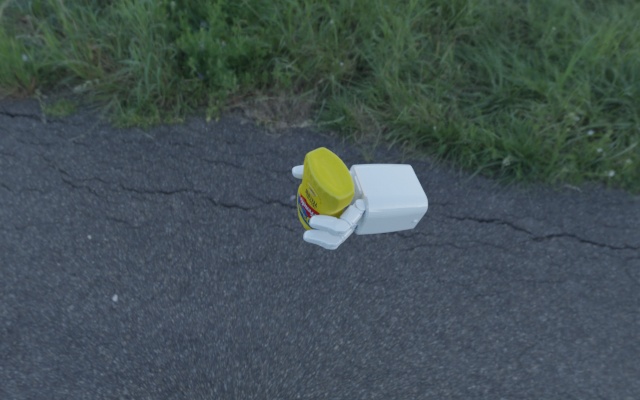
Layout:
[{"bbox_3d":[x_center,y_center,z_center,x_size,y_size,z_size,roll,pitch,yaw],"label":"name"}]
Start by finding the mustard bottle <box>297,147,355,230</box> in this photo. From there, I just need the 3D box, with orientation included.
[{"bbox_3d":[0.000,0.003,0.791,0.058,0.096,0.192,-27,-21,-23],"label":"mustard bottle"}]
